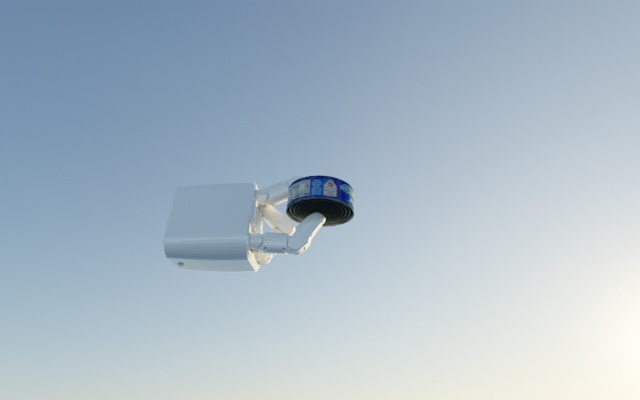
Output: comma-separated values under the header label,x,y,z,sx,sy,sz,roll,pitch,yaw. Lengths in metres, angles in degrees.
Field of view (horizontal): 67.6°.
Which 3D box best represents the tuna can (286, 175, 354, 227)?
label,x,y,z,sx,sy,sz,roll,pitch,yaw
tuna can,0.000,0.001,0.606,0.086,0.033,0.086,2,-26,1
